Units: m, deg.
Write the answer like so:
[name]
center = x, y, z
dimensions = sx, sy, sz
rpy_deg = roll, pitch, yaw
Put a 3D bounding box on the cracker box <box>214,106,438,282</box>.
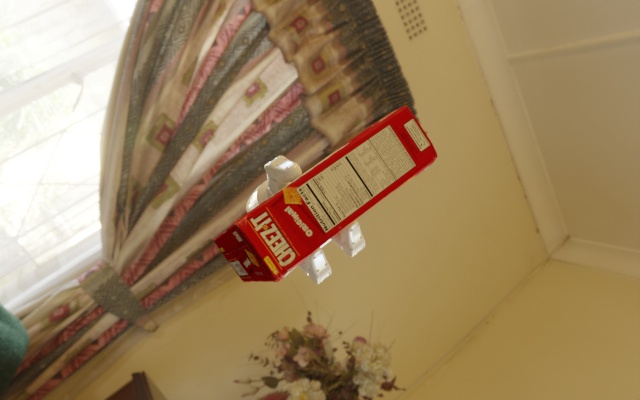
[cracker box]
center = 0.000, 0.001, 0.516
dimensions = 0.213, 0.072, 0.164
rpy_deg = -36, 3, -20
